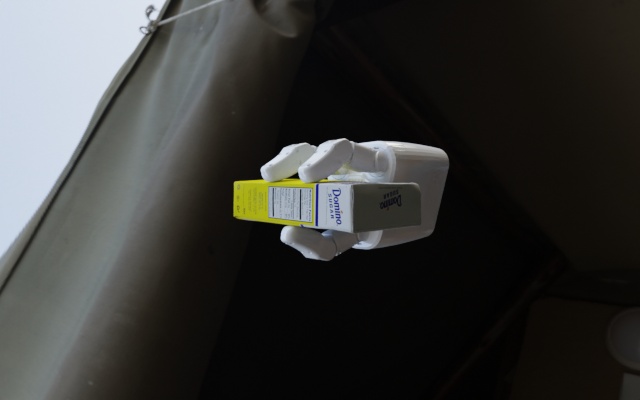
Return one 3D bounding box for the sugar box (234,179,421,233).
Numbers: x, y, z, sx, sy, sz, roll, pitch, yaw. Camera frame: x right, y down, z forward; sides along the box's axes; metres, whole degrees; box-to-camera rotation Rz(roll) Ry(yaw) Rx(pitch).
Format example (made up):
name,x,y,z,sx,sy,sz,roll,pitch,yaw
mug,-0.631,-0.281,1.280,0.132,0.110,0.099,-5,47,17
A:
name,x,y,z,sx,sy,sz,roll,pitch,yaw
sugar box,0.000,0.001,0.466,0.093,0.048,0.176,-2,1,-43
